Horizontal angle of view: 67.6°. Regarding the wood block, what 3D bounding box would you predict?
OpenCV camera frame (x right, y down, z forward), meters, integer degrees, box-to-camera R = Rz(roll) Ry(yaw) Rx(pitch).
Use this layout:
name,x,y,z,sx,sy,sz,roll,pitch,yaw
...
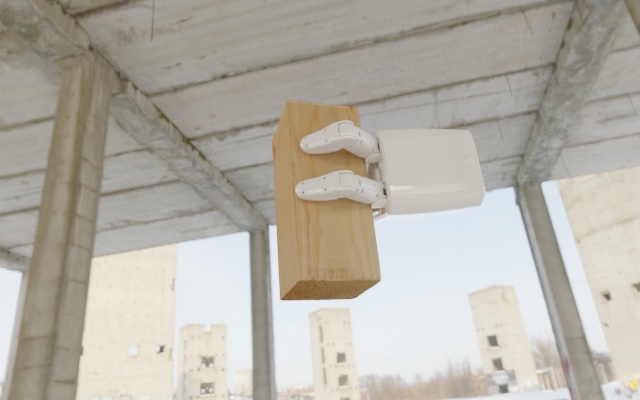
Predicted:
name,x,y,z,sx,sy,sz,roll,pitch,yaw
wood block,0.000,0.002,0.542,0.090,0.206,0.091,2,-25,-16
